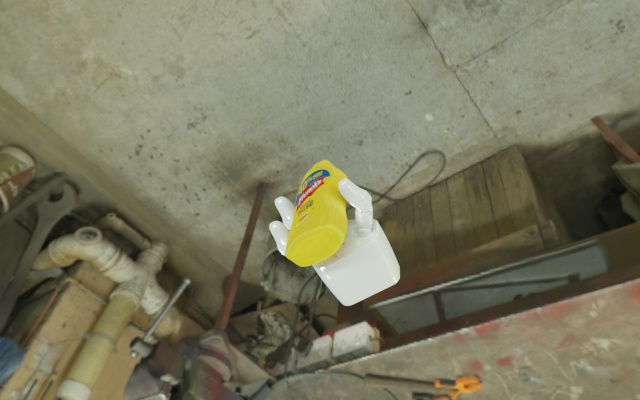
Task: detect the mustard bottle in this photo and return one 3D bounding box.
[{"bbox_3d":[0.000,0.002,0.710,0.058,0.191,0.096,36,-55,-22],"label":"mustard bottle"}]
